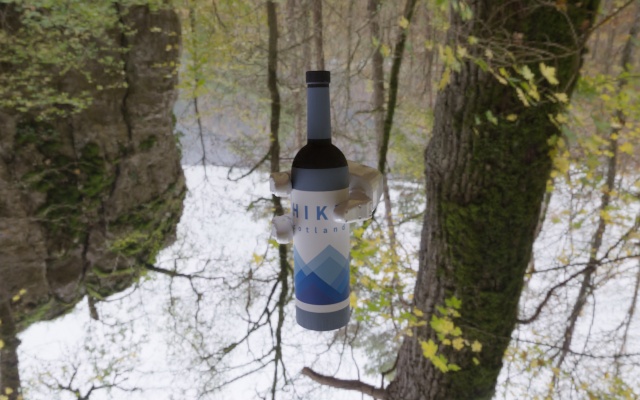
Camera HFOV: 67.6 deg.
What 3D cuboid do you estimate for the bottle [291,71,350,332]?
[{"bbox_3d":[0.000,0.002,0.556,0.069,0.296,0.069,-1,12,0],"label":"bottle"}]
